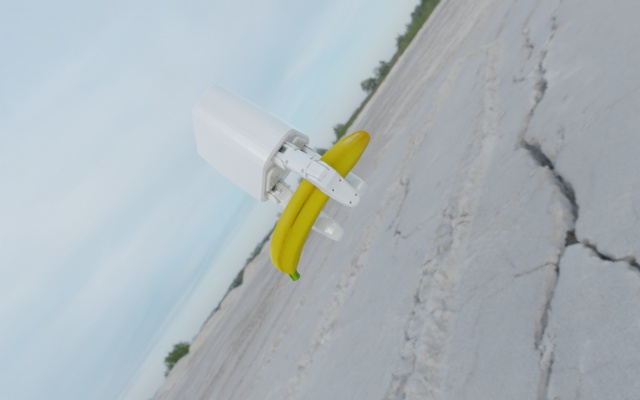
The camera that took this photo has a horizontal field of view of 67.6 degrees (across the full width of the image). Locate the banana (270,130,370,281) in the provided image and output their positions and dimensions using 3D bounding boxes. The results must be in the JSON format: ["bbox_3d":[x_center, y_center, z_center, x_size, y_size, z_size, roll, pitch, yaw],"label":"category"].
[{"bbox_3d":[-0.009,0.005,0.532,0.037,0.198,0.069,33,13,20],"label":"banana"}]
